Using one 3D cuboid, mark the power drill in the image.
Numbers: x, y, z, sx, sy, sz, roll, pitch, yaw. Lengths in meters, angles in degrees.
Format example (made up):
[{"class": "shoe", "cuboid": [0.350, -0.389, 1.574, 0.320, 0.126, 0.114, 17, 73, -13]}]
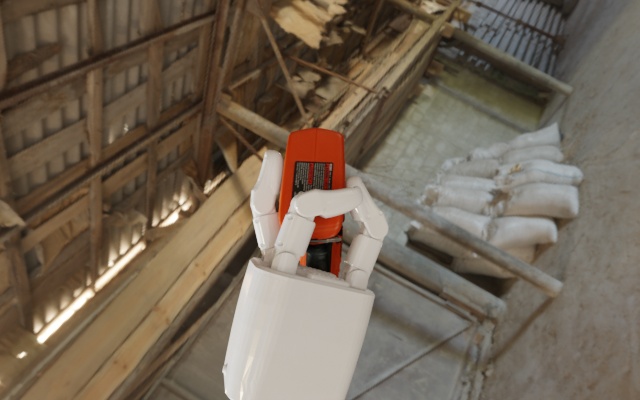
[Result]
[{"class": "power drill", "cuboid": [0.000, 0.002, 0.508, 0.057, 0.184, 0.188, 0, -22, 5]}]
